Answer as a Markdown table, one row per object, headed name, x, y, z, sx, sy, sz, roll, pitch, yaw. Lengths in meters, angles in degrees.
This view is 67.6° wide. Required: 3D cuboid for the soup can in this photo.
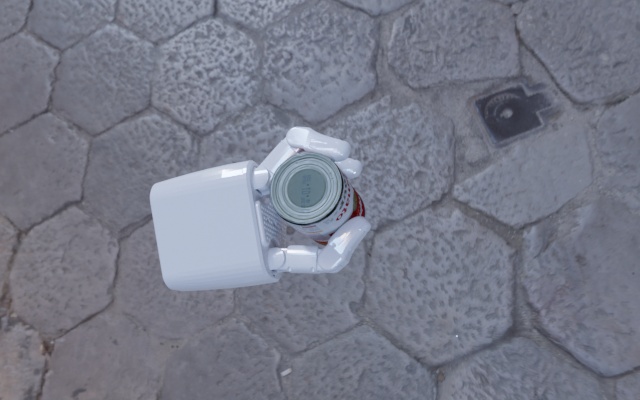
| name | x | y | z | sx | sy | sz | roll | pitch | yaw |
| --- | --- | --- | --- | --- | --- | --- | --- | --- | --- |
| soup can | 0.000 | 0.001 | 0.451 | 0.068 | 0.068 | 0.102 | 0 | -15 | 16 |
